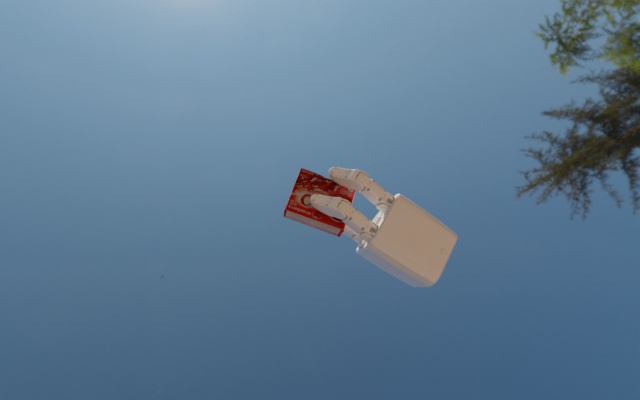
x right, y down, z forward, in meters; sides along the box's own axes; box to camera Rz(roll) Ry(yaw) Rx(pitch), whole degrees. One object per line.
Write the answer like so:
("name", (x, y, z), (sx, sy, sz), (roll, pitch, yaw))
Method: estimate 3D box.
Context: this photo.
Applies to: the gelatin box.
("gelatin box", (0.000, 0.002, 0.690), (0.089, 0.073, 0.030), (20, -28, -2))
